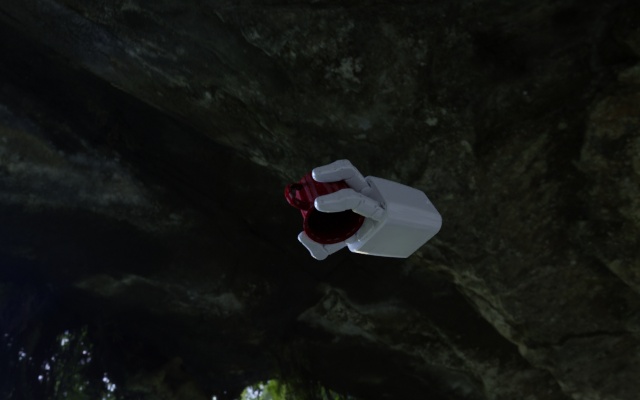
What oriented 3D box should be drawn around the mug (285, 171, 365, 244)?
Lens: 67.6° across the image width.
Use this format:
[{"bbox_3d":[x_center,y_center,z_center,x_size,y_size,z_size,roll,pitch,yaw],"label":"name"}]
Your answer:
[{"bbox_3d":[-0.001,0.002,0.709,0.117,0.093,0.081,13,31,-27],"label":"mug"}]
